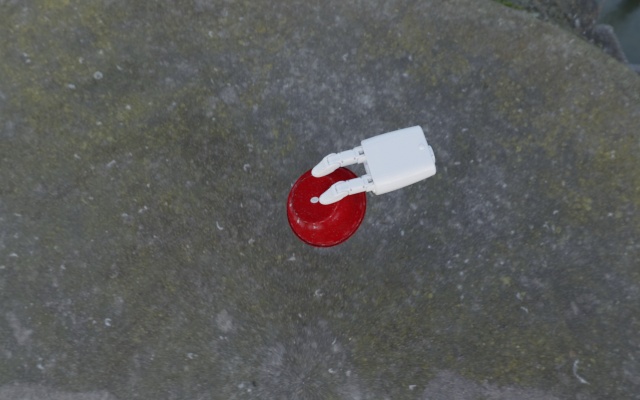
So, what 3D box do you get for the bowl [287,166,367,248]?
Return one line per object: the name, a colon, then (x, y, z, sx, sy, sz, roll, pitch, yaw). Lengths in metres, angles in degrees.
bowl: (-0.001, 0.004, 0.874, 0.162, 0.162, 0.055, 0, -13, 22)
